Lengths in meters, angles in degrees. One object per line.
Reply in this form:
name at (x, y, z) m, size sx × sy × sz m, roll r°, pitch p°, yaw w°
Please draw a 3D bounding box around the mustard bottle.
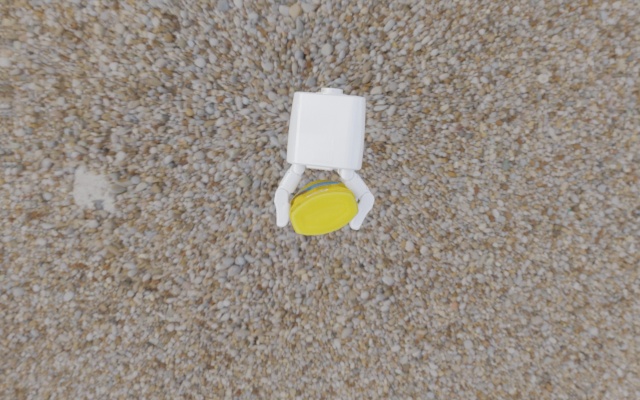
mustard bottle at (0.000, 0.003, 0.751) m, size 0.096 × 0.058 × 0.191 m, roll -21°, pitch 10°, yaw 0°
